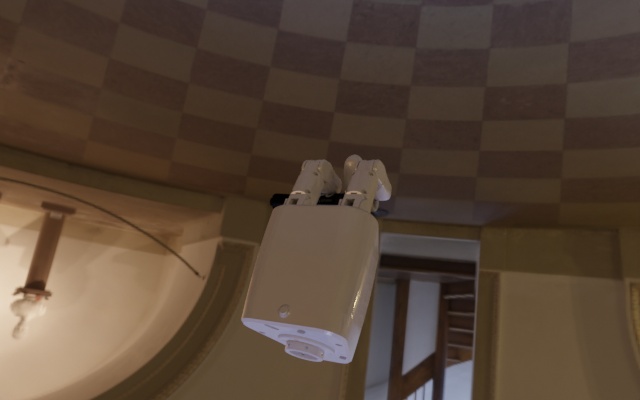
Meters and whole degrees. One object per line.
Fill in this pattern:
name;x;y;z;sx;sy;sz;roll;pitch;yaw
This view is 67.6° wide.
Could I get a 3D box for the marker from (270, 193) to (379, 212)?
marker;0.000;0.002;0.490;0.121;0.020;0.020;0;0;28
